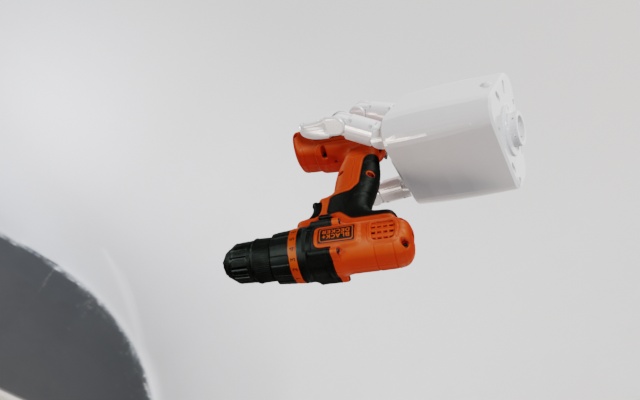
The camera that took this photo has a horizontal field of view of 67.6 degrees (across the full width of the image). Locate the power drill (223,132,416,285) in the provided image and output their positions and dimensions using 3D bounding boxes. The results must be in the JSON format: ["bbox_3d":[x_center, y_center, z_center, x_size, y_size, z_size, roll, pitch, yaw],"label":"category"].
[{"bbox_3d":[0.000,0.001,0.491,0.184,0.187,0.057,-8,-43,14],"label":"power drill"}]
